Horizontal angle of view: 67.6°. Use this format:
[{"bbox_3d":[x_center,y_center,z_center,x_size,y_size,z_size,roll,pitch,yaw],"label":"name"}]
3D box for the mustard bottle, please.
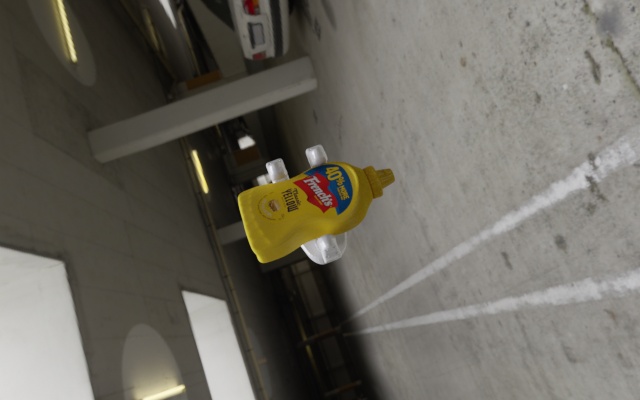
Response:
[{"bbox_3d":[0.000,0.002,0.590,0.191,0.096,0.058,-20,-37,-2],"label":"mustard bottle"}]
